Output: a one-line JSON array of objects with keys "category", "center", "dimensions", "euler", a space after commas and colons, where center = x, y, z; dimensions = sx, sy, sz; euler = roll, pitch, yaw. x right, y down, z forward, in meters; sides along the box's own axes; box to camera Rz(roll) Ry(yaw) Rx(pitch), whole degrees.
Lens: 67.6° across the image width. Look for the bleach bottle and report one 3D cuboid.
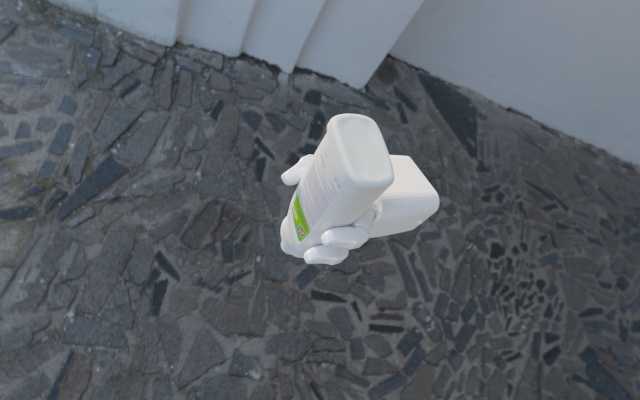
[{"category": "bleach bottle", "center": [0.000, 0.002, 0.629], "dimensions": [0.068, 0.102, 0.251], "euler": [-3, -27, -28]}]
